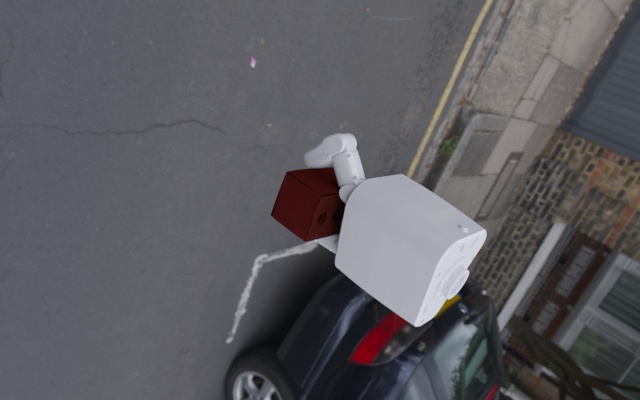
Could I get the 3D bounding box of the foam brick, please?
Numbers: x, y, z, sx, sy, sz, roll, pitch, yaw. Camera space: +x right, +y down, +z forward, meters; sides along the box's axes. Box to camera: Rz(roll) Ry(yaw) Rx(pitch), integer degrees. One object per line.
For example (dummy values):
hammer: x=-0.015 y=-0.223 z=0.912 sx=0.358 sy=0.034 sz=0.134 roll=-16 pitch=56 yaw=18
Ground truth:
foam brick: x=0.000 y=0.002 z=0.485 sx=0.051 sy=0.053 sz=0.078 roll=37 pitch=29 yaw=31
